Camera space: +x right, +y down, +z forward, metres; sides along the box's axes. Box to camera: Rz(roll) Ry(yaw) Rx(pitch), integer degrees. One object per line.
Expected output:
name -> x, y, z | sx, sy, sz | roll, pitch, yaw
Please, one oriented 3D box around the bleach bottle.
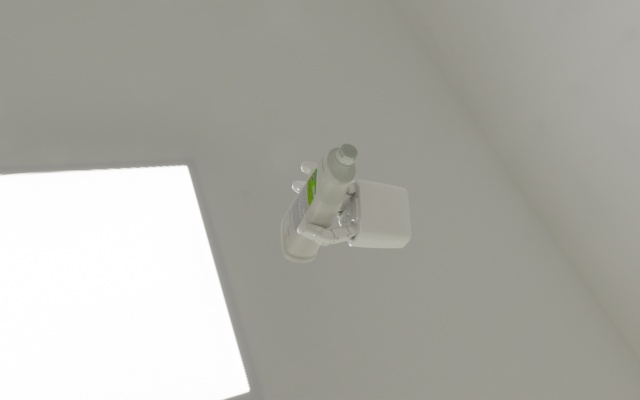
bleach bottle -> 0.000, 0.003, 0.815 | 0.068, 0.102, 0.251 | 7, -38, -21
